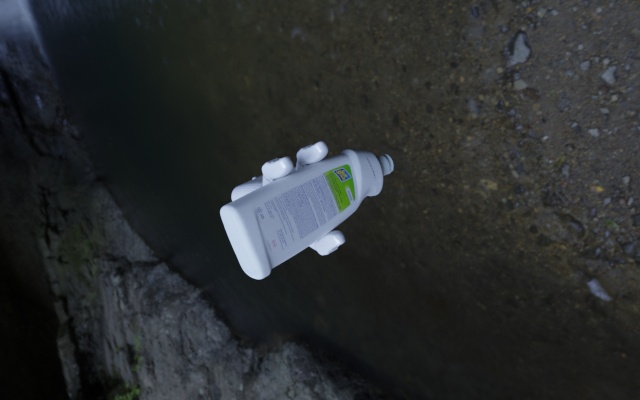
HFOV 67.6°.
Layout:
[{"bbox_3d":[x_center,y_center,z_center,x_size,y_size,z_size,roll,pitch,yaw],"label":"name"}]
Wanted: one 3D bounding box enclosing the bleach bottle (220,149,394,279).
[{"bbox_3d":[0.000,0.002,0.634,0.251,0.102,0.068,-26,13,-28],"label":"bleach bottle"}]
